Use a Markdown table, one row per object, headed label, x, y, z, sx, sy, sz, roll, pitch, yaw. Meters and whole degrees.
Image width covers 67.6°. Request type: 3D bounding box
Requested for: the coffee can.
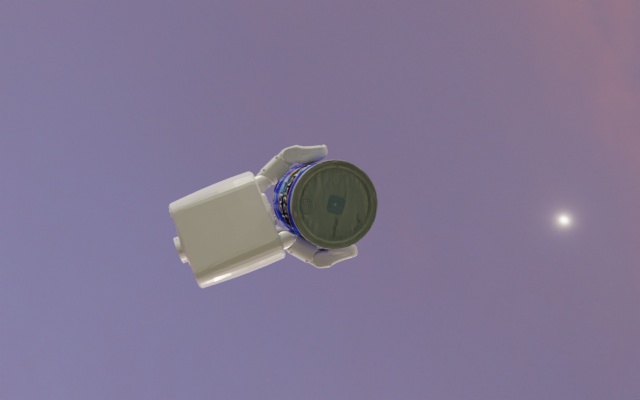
| label | x | y | z | sx | sy | sz | roll | pitch | yaw |
| --- | --- | --- | --- | --- | --- | --- | --- | --- | --- |
| coffee can | 0.000 | 0.002 | 0.609 | 0.103 | 0.103 | 0.140 | 0 | 2 | -14 |
